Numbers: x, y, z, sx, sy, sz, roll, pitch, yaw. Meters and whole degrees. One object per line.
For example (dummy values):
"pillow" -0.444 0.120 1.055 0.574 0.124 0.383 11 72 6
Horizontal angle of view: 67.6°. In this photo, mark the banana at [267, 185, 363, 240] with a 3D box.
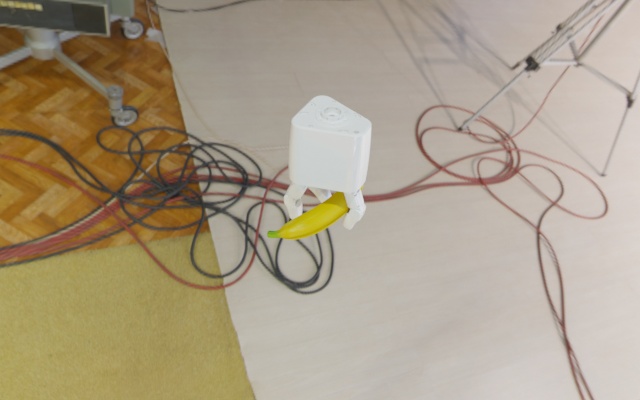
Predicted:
"banana" 0.009 0.011 0.769 0.197 0.037 0.069 -31 39 -25
